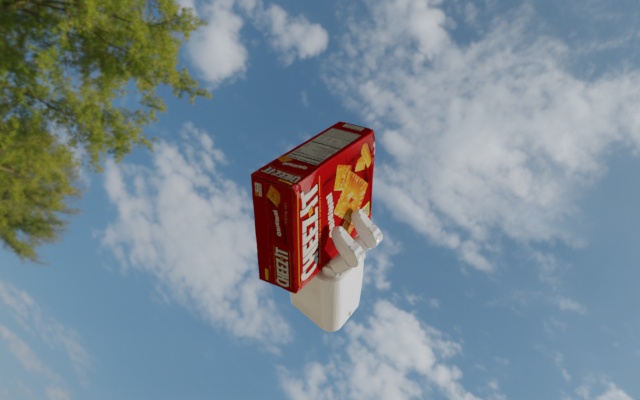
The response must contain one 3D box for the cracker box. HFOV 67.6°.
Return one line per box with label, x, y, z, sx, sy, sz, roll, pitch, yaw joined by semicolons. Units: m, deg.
cracker box;0.000;0.002;0.672;0.072;0.164;0.213;17;34;28
